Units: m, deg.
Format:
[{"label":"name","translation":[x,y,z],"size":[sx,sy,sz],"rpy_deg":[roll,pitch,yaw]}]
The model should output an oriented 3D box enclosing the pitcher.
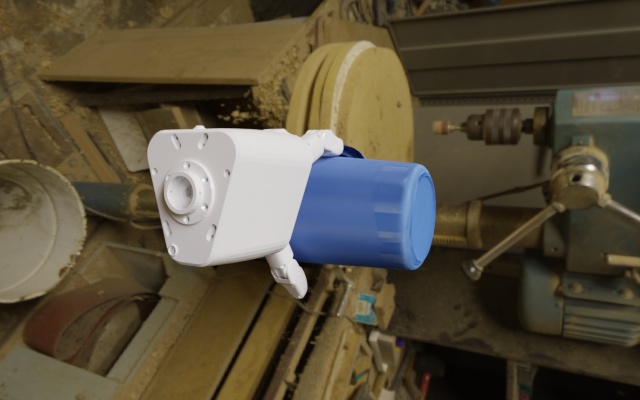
[{"label":"pitcher","translation":[0.000,0.002,0.537],"size":[0.243,0.149,0.145],"rpy_deg":[4,2,27]}]
